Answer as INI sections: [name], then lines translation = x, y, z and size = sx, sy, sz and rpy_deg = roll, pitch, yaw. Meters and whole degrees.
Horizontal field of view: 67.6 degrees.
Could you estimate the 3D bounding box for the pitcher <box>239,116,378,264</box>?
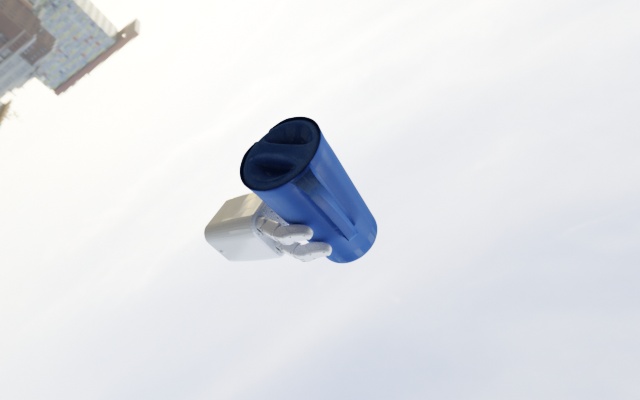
[pitcher]
translation = 0.000, 0.002, 0.732
size = 0.145, 0.149, 0.243
rpy_deg = -10, -40, 29
